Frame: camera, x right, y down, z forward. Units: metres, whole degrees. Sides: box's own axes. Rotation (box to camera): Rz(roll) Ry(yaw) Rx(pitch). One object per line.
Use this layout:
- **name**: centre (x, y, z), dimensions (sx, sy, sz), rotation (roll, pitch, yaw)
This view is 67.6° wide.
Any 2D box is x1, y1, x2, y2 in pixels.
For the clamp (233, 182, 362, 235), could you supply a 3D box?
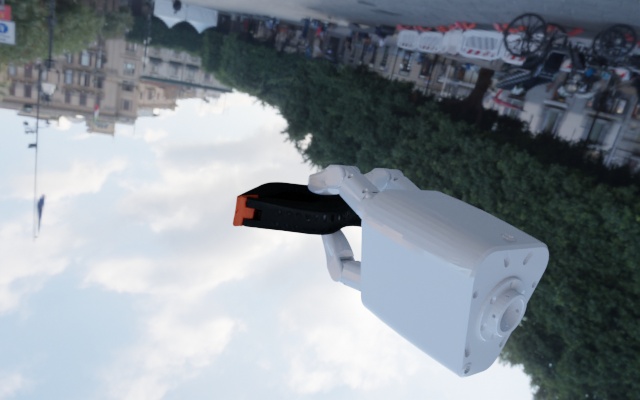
- **clamp**: centre (0.000, 0.002, 0.484), dimensions (0.210, 0.036, 0.164), rotation (0, 19, -37)
